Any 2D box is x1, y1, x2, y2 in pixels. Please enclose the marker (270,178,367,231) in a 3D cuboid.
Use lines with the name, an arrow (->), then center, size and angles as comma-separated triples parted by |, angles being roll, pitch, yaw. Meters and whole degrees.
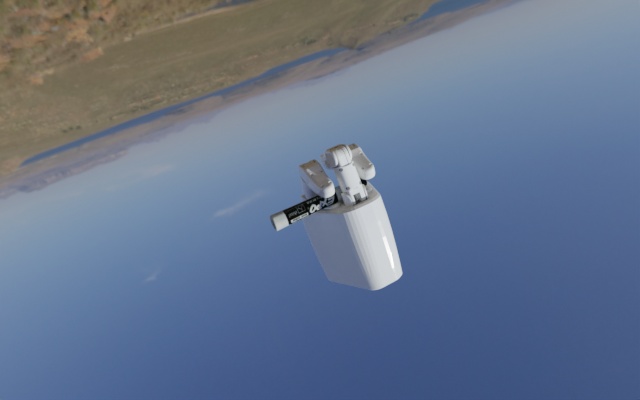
marker -> 0.000, 0.002, 0.547 | 0.121, 0.020, 0.020 | -24, 7, -16
